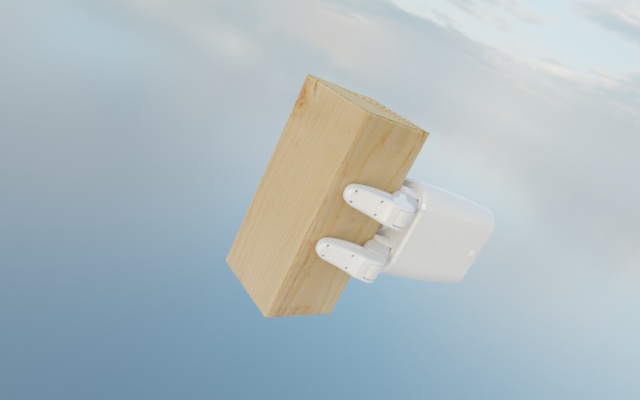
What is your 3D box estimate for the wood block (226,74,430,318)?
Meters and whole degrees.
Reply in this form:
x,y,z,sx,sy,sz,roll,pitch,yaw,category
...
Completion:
x,y,z,sx,sy,sz,roll,pitch,yaw,category
0.000,0.001,0.457,0.090,0.206,0.090,9,25,-43,wood block
